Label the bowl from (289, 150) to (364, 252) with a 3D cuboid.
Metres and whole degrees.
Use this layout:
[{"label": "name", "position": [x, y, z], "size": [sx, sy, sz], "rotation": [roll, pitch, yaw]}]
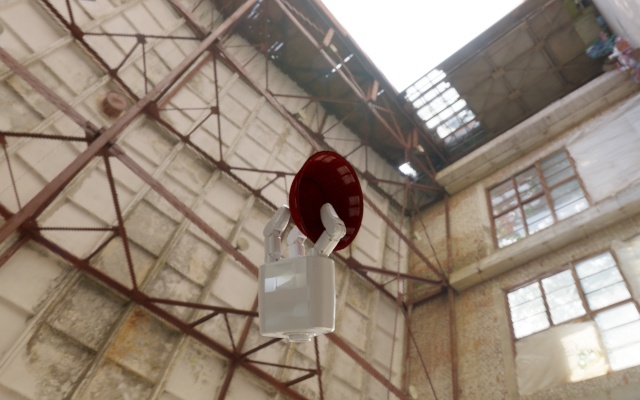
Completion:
[{"label": "bowl", "position": [0.000, 0.001, 0.775], "size": [0.055, 0.162, 0.162], "rotation": [-6, -4, 43]}]
